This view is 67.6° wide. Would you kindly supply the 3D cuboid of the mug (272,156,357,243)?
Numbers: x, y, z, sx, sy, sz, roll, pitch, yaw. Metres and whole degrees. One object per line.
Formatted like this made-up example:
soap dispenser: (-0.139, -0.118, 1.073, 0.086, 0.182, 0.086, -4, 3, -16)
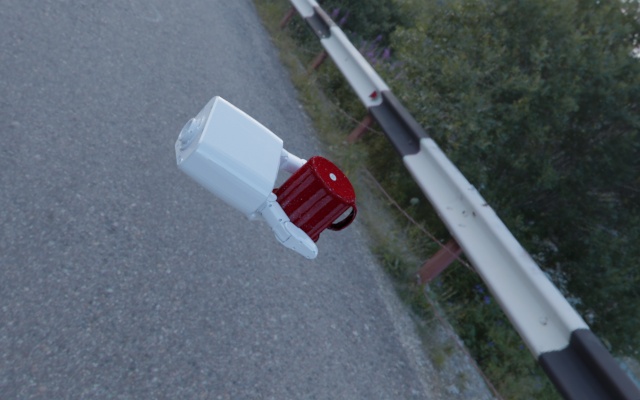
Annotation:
mug: (0.001, 0.003, 0.632, 0.117, 0.093, 0.081, 34, -63, -29)
